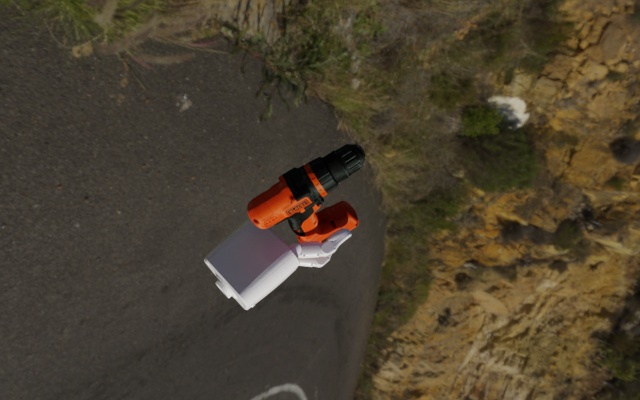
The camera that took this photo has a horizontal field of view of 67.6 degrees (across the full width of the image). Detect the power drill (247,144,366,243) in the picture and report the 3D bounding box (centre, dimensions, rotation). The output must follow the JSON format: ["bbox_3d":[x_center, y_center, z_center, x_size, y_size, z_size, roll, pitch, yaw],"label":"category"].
[{"bbox_3d":[0.000,0.003,0.729,0.184,0.057,0.188,-30,-29,4],"label":"power drill"}]
